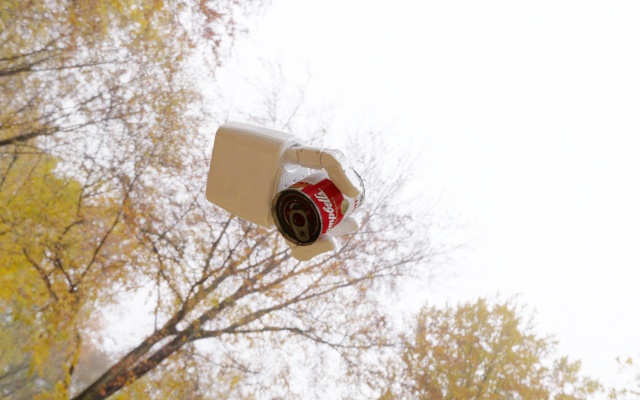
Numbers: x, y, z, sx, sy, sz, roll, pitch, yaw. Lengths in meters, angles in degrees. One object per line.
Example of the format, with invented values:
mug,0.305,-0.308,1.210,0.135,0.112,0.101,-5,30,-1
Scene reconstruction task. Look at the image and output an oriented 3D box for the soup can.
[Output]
soup can,0.001,0.002,0.560,0.068,0.068,0.102,0,20,36
